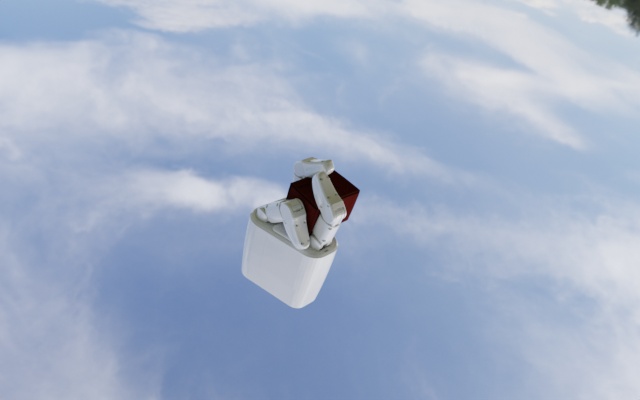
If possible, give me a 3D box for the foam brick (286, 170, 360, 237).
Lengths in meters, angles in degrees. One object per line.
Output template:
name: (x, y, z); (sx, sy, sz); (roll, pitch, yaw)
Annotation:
foam brick: (0.000, 0.002, 0.603); (0.078, 0.051, 0.053); (-21, 51, -40)
